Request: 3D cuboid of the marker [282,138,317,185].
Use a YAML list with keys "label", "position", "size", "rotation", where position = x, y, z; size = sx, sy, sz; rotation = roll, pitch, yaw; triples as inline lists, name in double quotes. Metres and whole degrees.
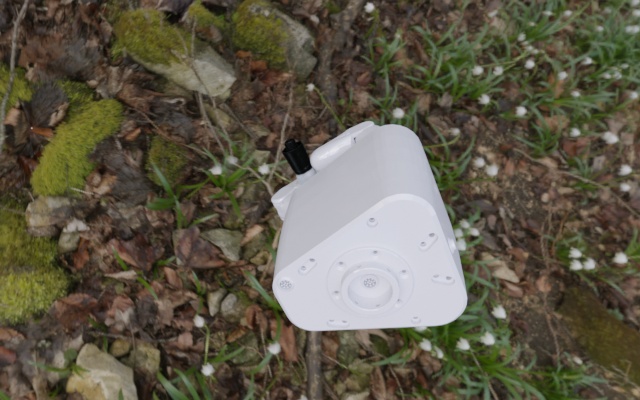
- label: "marker"
  position: [0.000, 0.001, 0.408]
  size: [0.020, 0.121, 0.020]
  rotation: [-23, 24, 11]
